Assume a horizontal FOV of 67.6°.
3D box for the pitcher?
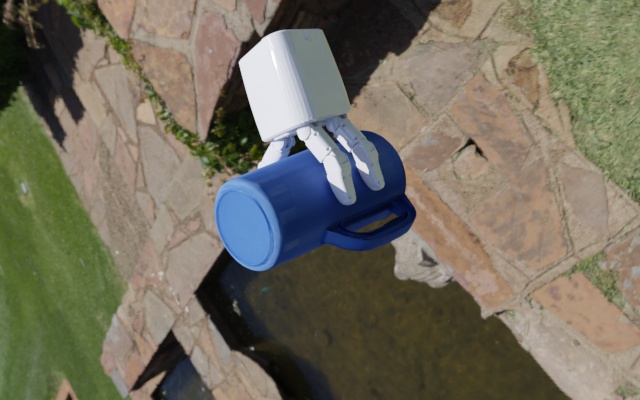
[{"bbox_3d":[0.000,0.002,0.597,0.149,0.145,0.243,-12,8,43],"label":"pitcher"}]
